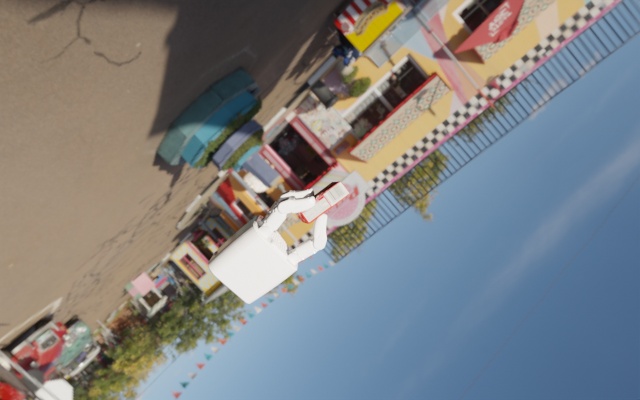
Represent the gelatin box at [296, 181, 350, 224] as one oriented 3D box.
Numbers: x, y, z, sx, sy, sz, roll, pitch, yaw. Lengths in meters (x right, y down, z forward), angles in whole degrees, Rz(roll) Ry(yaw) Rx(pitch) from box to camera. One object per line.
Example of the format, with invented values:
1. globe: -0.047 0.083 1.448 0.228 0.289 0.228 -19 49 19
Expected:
1. gelatin box: 0.001 0.003 0.815 0.089 0.030 0.073 -36 6 -7
